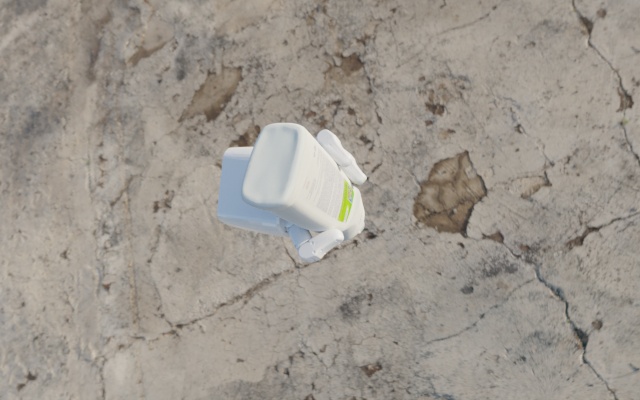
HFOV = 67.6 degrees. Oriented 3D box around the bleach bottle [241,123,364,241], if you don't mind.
[{"bbox_3d":[0.000,0.002,0.608,0.068,0.102,0.251,6,-18,27],"label":"bleach bottle"}]
